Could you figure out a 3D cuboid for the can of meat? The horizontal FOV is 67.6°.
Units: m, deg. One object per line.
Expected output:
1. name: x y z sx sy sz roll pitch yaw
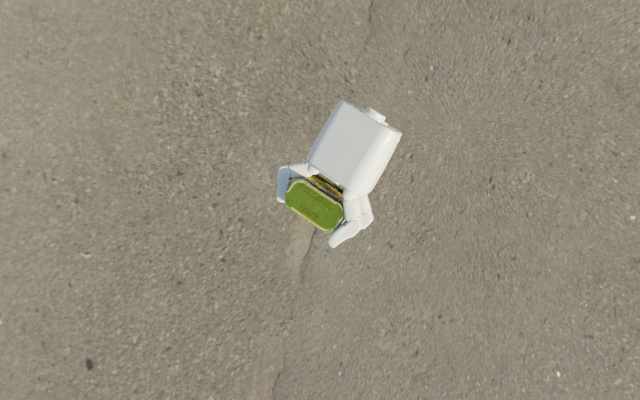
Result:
1. can of meat: 0.000 0.003 0.760 0.102 0.057 0.084 34 15 9
